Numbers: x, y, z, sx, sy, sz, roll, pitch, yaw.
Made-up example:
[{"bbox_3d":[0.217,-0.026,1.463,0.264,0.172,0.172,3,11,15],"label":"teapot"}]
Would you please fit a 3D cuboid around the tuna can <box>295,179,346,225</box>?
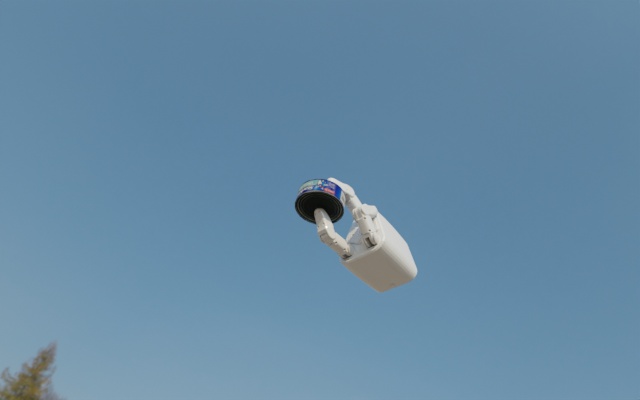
[{"bbox_3d":[0.000,0.002,0.827,0.086,0.033,0.086,6,-43,6],"label":"tuna can"}]
